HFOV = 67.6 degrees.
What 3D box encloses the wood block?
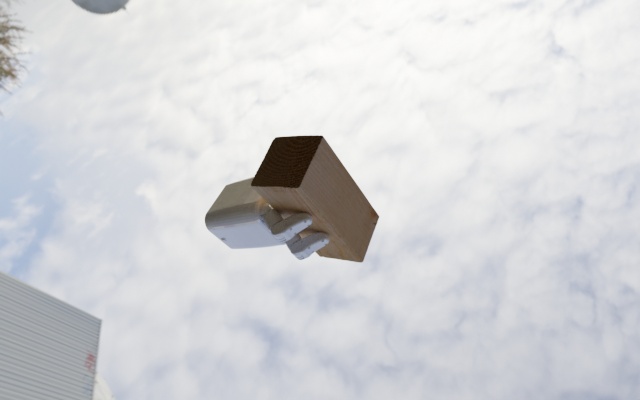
[{"bbox_3d":[0.000,0.002,0.723,0.090,0.090,0.206,3,-32,35],"label":"wood block"}]
